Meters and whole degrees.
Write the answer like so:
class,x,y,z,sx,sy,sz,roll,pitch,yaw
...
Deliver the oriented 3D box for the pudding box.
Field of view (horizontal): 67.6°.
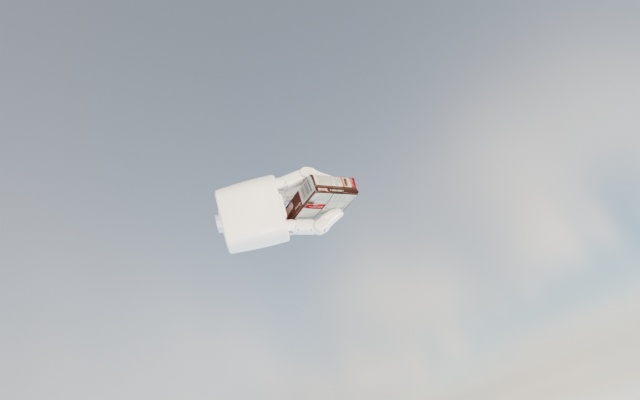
class,x,y,z,sx,sy,sz,roll,pitch,yaw
pudding box,0.000,0.003,0.837,0.090,0.039,0.113,2,-33,-31
